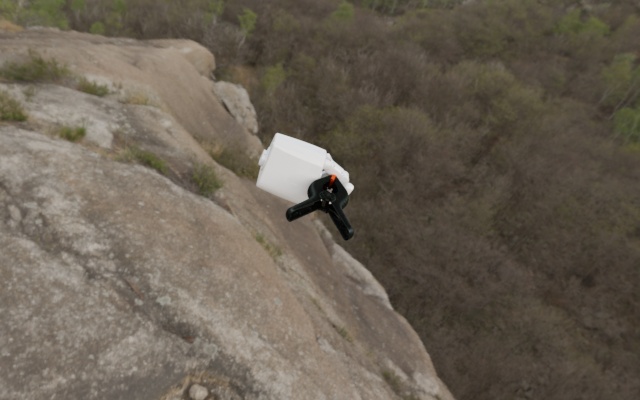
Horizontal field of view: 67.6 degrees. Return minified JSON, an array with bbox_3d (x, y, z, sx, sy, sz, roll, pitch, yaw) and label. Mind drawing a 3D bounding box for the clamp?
[{"bbox_3d":[0.000,0.002,0.870,0.120,0.039,0.171,19,31,-11],"label":"clamp"}]
